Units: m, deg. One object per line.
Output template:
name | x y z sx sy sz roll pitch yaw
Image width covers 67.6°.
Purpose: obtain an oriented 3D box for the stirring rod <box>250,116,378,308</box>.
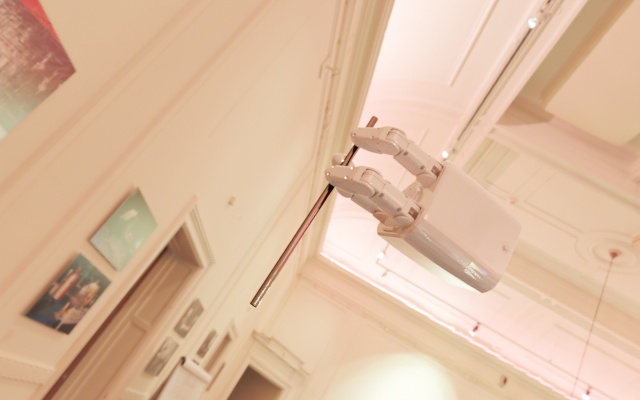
stirring rod | 0.000 0.002 0.473 0.011 0.239 0.011 27 -26 14
